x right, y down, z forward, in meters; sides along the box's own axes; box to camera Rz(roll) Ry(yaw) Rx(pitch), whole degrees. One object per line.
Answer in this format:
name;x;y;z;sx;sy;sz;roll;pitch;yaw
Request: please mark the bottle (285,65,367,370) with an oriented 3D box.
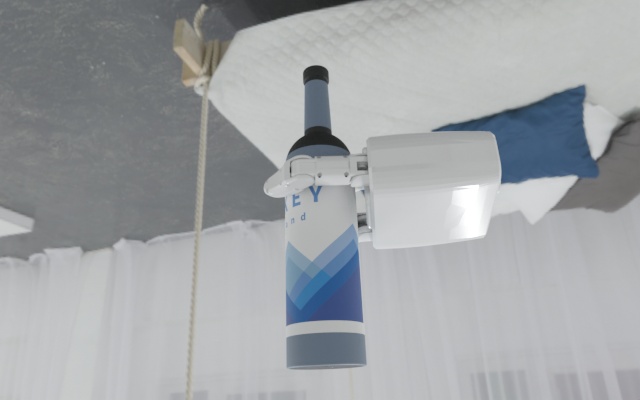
bottle;0.000;0.002;0.449;0.069;0.295;0.069;-2;-22;-1
